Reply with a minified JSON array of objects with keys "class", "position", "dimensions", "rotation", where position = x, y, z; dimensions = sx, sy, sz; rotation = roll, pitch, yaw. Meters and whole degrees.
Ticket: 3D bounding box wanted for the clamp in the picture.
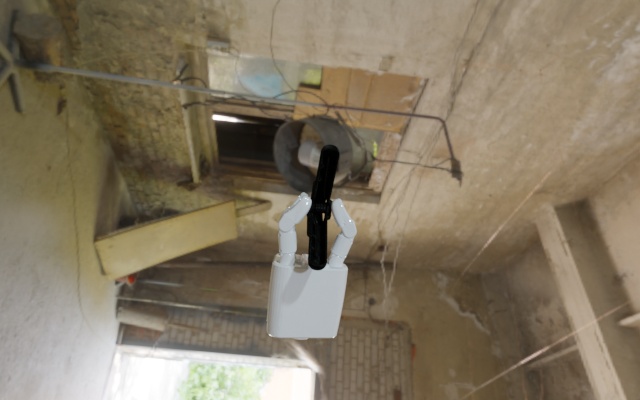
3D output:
[{"class":"clamp","position":[0.001,0.003,0.708],"dimensions":[0.036,0.164,0.210],"rotation":[8,4,-4]}]
